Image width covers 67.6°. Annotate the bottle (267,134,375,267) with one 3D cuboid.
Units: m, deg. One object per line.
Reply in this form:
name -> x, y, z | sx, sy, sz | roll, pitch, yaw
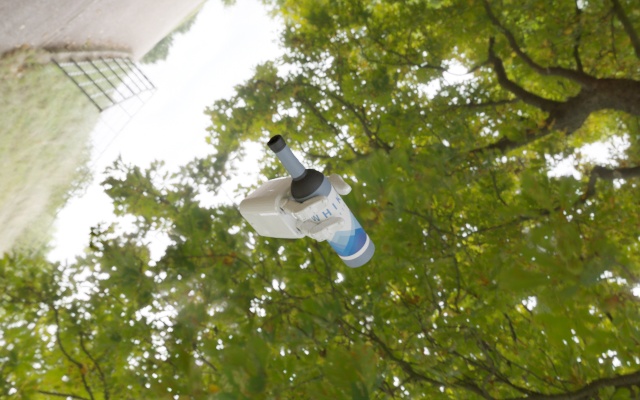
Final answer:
bottle -> 0.000, 0.003, 0.839 | 0.069, 0.069, 0.296 | 0, -43, 44
